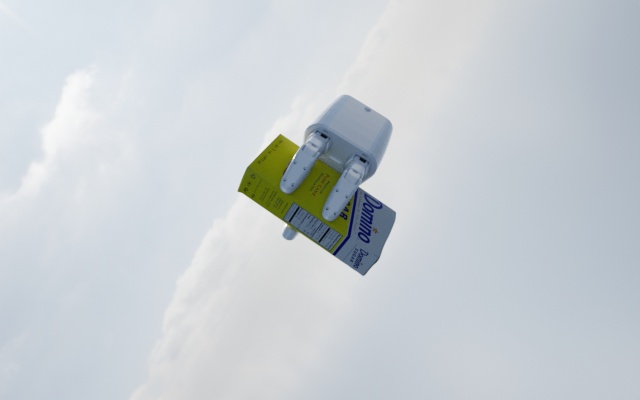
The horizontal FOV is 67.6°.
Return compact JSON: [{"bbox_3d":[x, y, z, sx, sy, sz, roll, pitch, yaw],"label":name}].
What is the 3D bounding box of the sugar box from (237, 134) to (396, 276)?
[{"bbox_3d":[0.000,0.001,0.560,0.176,0.048,0.093,32,39,0],"label":"sugar box"}]
